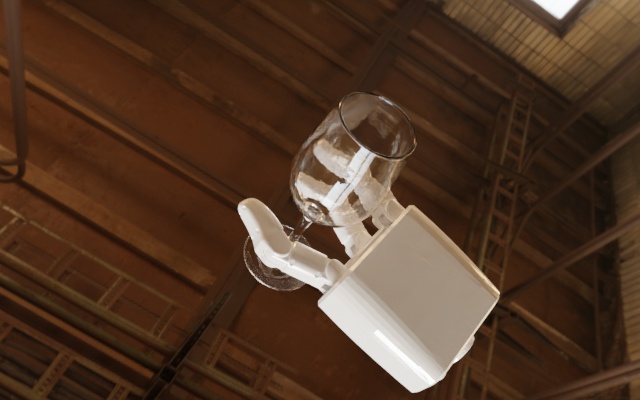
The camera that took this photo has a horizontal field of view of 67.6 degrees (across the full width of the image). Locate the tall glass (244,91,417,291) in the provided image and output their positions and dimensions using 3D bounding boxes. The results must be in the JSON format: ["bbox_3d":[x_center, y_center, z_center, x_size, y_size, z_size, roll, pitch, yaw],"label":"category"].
[{"bbox_3d":[0.000,0.002,0.402,0.079,0.079,0.201,0,-33,-29],"label":"tall glass"}]
